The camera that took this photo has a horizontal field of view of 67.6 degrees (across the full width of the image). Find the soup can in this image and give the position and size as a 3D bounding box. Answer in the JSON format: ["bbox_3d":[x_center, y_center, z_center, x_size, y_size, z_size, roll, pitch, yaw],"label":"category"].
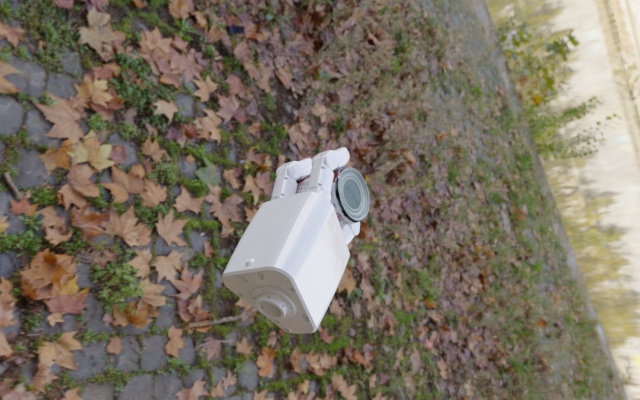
[{"bbox_3d":[0.001,0.002,0.586,0.102,0.068,0.068,-14,-8,36],"label":"soup can"}]
